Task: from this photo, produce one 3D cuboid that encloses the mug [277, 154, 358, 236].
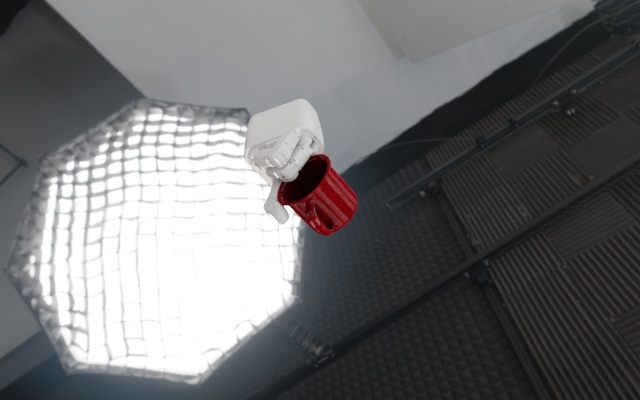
[{"bbox_3d":[0.000,0.003,0.672,0.093,0.117,0.081,-32,-56,19],"label":"mug"}]
